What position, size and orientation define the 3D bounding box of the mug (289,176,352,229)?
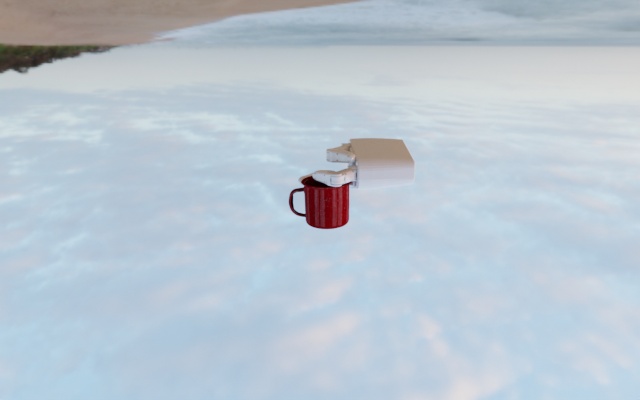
[{"bbox_3d":[-0.001,0.003,0.876,0.117,0.081,0.093,-3,18,-5],"label":"mug"}]
